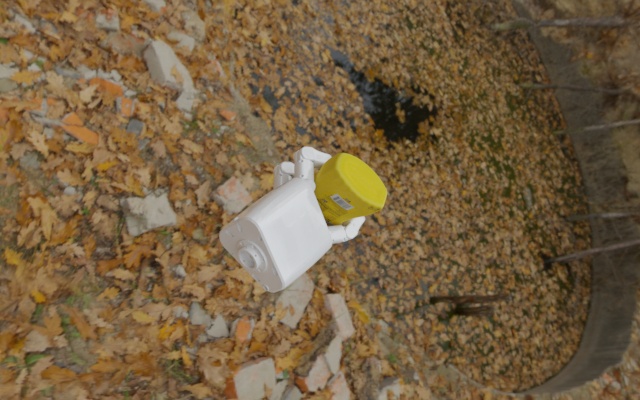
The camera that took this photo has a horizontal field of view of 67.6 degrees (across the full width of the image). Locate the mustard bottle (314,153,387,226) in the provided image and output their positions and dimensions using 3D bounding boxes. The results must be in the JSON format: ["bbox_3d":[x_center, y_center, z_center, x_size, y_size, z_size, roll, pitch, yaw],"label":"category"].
[{"bbox_3d":[0.000,0.002,0.707,0.096,0.058,0.192,37,-38,-22],"label":"mustard bottle"}]
